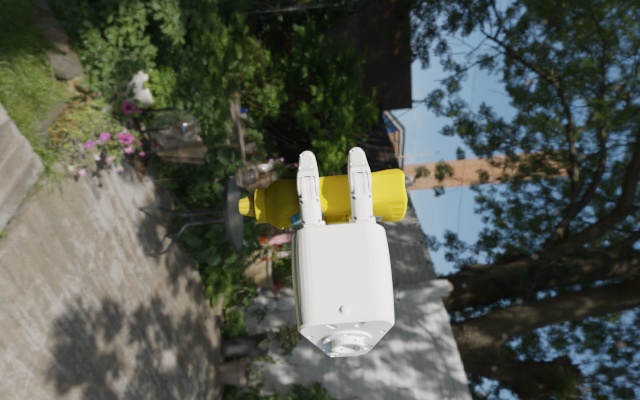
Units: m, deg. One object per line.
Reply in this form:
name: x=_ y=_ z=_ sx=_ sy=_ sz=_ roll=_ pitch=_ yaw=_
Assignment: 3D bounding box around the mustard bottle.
mustard bottle: x=0.000 y=0.001 z=0.561 sx=0.191 sy=0.058 sz=0.096 roll=-5 pitch=-12 yaw=2
